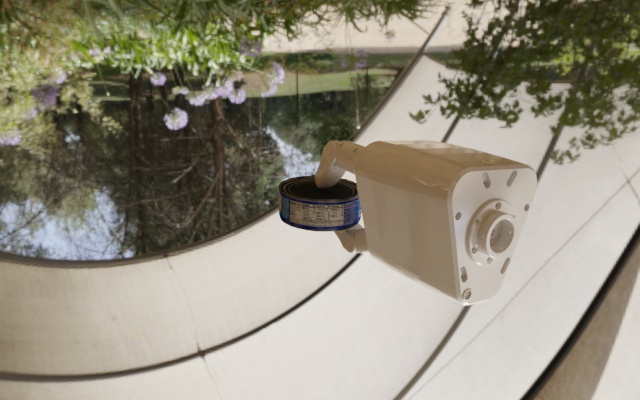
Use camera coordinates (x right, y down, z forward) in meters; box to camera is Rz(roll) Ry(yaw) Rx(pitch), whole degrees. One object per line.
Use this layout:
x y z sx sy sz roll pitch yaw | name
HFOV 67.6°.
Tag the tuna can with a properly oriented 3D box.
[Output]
0.000 0.002 0.486 0.086 0.034 0.086 2 18 -1 | tuna can
